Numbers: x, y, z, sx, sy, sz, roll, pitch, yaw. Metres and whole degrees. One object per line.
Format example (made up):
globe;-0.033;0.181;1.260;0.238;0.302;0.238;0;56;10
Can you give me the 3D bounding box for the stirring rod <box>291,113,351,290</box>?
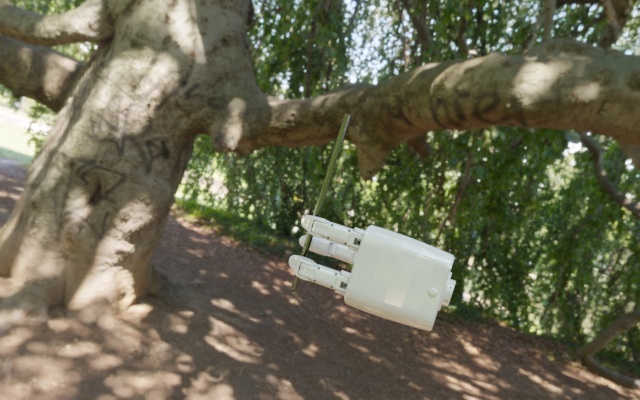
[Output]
stirring rod;0.000;0.002;0.628;0.011;0.239;0.011;17;1;0
